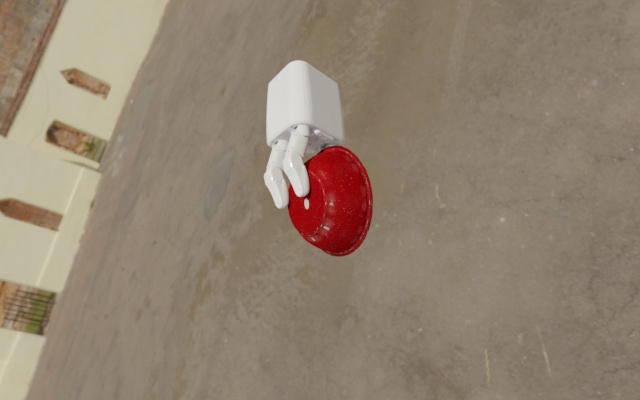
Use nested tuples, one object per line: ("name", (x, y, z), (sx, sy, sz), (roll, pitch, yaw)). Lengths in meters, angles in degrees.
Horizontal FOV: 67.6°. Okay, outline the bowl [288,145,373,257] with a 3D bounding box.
("bowl", (0.000, 0.003, 0.676), (0.055, 0.162, 0.162), (-4, 2, -37))
